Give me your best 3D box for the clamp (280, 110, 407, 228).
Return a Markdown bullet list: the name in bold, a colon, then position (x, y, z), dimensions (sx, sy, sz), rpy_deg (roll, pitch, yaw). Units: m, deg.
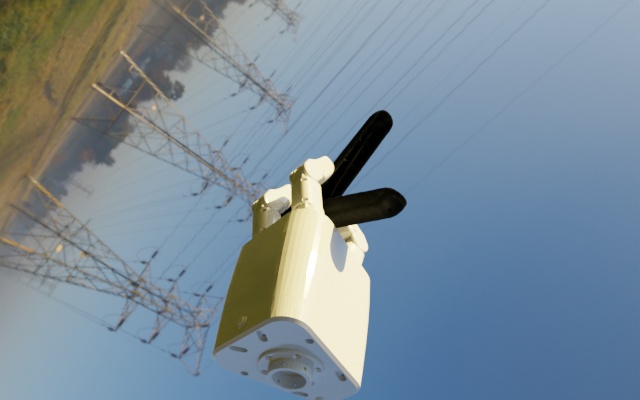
- **clamp**: position (0.000, 0.002, 0.478), dimensions (0.210, 0.036, 0.164), rpy_deg (-35, 25, 32)
